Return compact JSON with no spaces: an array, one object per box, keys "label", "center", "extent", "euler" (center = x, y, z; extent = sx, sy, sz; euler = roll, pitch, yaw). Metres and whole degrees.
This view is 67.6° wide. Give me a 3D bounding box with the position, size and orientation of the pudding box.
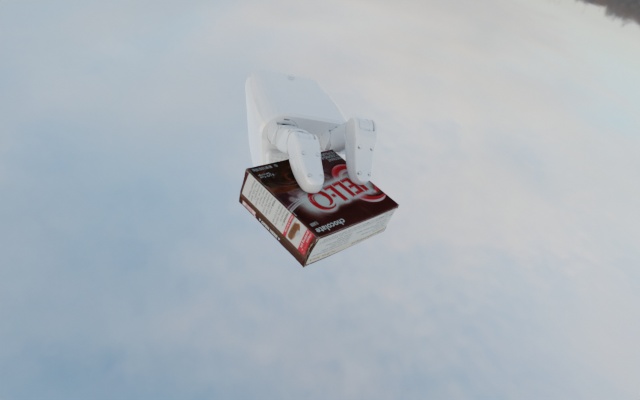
[{"label":"pudding box","center":[0.000,0.001,0.415],"extent":[0.090,0.039,0.113],"euler":[41,39,26]}]
